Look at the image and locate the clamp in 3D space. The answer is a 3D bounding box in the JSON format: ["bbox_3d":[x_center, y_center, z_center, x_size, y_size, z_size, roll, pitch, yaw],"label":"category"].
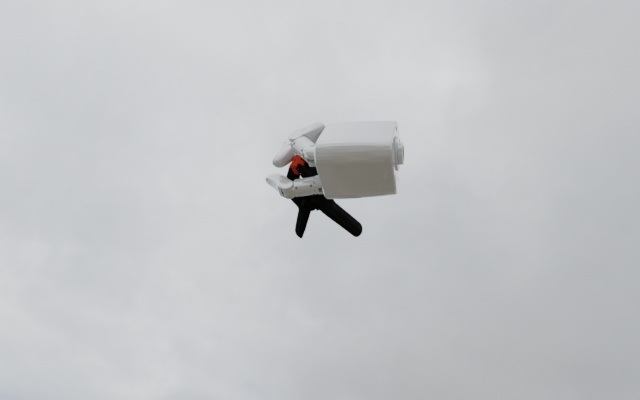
[{"bbox_3d":[0.000,0.002,0.760,0.120,0.039,0.172,-1,-44,15],"label":"clamp"}]
